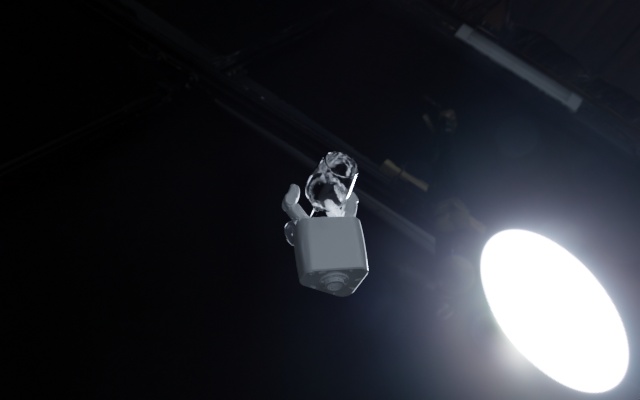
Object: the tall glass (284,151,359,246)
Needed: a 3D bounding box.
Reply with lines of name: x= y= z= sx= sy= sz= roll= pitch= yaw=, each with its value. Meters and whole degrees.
tall glass: x=0.000 y=0.003 z=0.858 sx=0.079 sy=0.079 sz=0.201 roll=0 pitch=-40 yaw=-28
